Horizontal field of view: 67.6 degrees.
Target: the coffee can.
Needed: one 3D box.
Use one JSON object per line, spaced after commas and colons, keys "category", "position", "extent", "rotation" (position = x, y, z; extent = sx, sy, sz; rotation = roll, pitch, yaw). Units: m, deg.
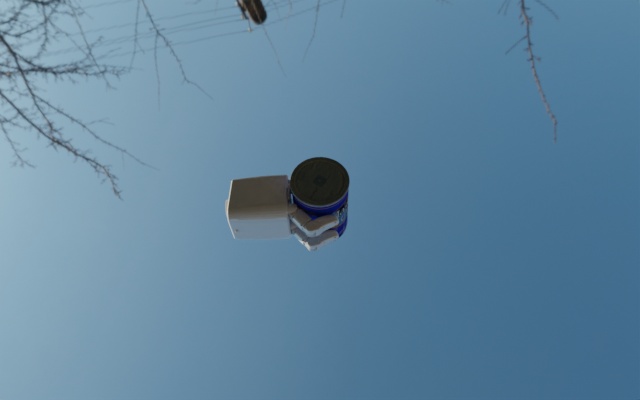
{"category": "coffee can", "position": [0.000, 0.003, 0.876], "extent": [0.103, 0.102, 0.140], "rotation": [0, -33, 2]}
